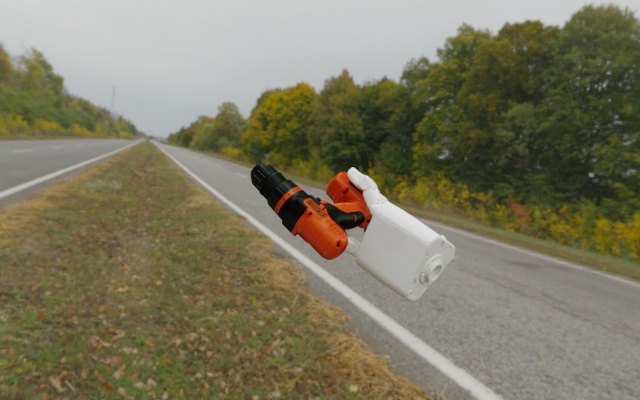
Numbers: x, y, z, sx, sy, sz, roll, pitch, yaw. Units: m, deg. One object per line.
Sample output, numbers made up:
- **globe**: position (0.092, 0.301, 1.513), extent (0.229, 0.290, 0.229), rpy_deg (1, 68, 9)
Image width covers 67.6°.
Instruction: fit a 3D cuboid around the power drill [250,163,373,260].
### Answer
- **power drill**: position (0.001, 0.003, 0.744), extent (0.184, 0.057, 0.187), rpy_deg (45, 30, 17)
